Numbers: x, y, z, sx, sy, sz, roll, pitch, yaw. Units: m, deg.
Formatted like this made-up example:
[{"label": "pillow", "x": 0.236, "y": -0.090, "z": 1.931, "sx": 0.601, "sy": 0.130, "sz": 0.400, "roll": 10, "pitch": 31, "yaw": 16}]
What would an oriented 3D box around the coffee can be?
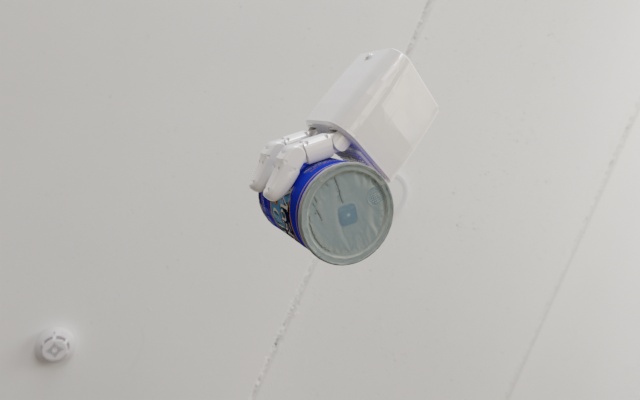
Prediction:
[{"label": "coffee can", "x": 0.000, "y": 0.002, "z": 0.525, "sx": 0.103, "sy": 0.103, "sz": 0.140, "roll": 0, "pitch": 10, "yaw": -24}]
